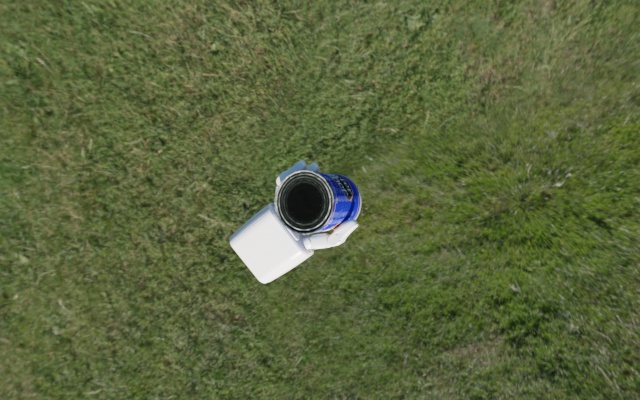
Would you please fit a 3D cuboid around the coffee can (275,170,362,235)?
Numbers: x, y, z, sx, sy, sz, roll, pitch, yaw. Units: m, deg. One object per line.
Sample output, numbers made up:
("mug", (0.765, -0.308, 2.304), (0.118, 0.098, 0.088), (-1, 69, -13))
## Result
("coffee can", (0.000, 0.003, 0.814), (0.103, 0.103, 0.140), (0, 0, 23))
